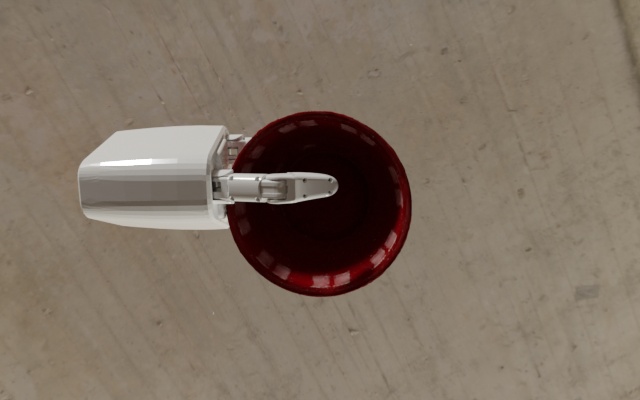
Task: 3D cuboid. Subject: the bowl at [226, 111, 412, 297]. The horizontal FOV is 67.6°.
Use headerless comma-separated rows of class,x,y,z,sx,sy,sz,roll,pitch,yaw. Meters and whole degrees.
bowl,0.001,0.002,0.432,0.162,0.162,0.055,0,9,9
